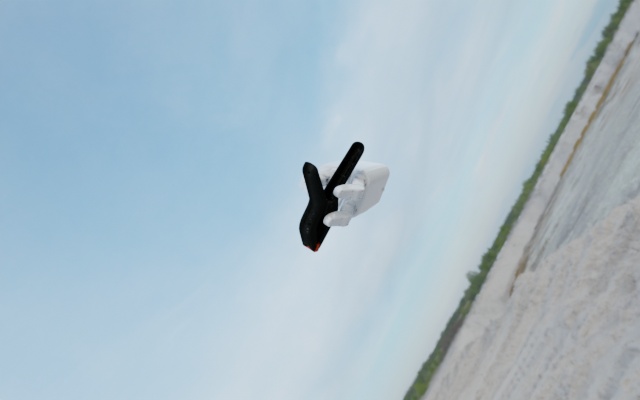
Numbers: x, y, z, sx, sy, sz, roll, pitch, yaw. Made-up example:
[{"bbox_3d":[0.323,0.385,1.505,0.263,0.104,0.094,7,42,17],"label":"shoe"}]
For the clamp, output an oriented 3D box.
[{"bbox_3d":[-0.001,0.003,0.824,0.036,0.210,0.164,31,26,25],"label":"clamp"}]
